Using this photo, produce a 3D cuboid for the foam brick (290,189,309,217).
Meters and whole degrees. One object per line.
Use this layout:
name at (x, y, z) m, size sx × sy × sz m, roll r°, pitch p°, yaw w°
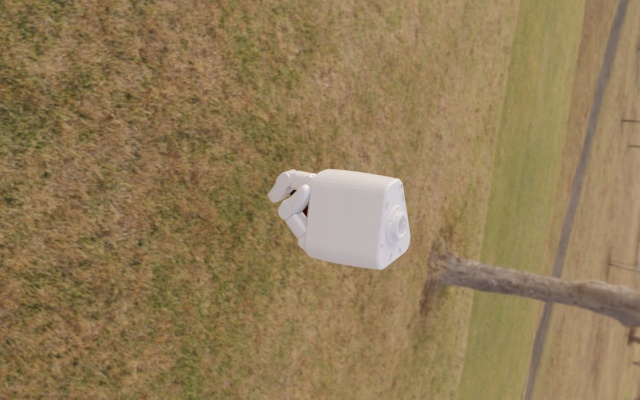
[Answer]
foam brick at (0.000, 0.002, 0.696) m, size 0.051 × 0.053 × 0.078 m, roll 7°, pitch 19°, yaw 34°
